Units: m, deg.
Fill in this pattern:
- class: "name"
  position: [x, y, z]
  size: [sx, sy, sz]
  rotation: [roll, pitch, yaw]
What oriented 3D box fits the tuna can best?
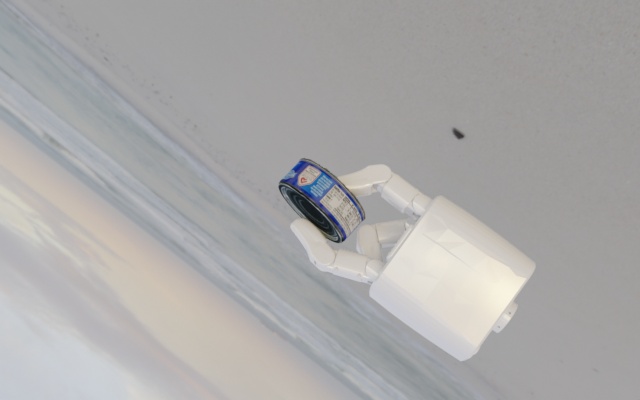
- class: "tuna can"
  position: [0.000, 0.002, 0.460]
  size: [0.086, 0.033, 0.086]
  rotation: [40, -14, 12]
